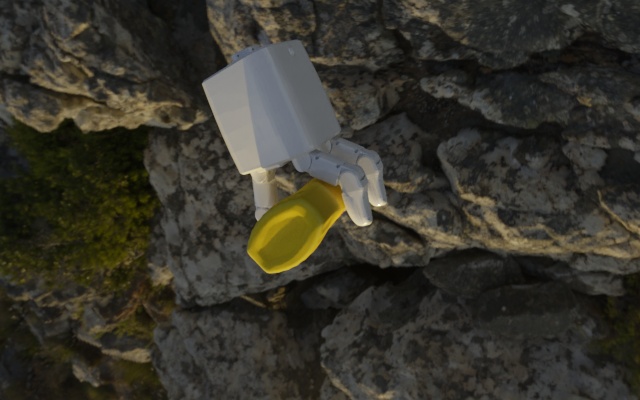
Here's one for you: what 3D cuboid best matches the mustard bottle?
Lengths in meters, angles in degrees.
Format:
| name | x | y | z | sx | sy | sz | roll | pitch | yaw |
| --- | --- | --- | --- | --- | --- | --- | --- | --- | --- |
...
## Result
| name | x | y | z | sx | sy | sz | roll | pitch | yaw |
| --- | --- | --- | --- | --- | --- | --- | --- | --- | --- |
| mustard bottle | 0.000 | 0.002 | 0.522 | 0.096 | 0.058 | 0.191 | -46 | -1 | 31 |
